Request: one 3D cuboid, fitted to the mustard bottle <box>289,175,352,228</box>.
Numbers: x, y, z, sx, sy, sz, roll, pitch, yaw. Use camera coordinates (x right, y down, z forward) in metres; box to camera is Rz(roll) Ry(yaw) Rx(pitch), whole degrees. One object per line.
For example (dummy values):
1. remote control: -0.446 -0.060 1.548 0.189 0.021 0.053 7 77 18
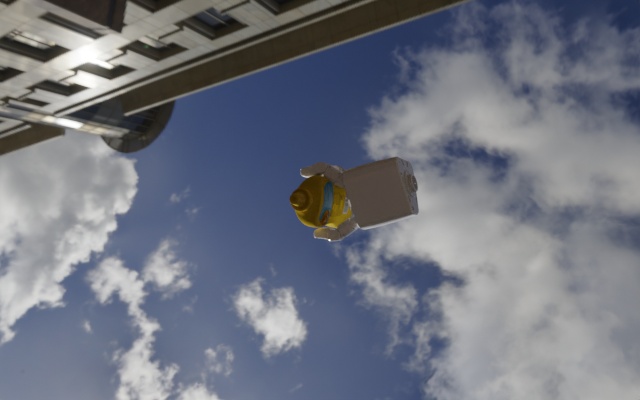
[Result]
1. mustard bottle: 0.000 0.003 0.897 0.058 0.096 0.191 12 2 28
